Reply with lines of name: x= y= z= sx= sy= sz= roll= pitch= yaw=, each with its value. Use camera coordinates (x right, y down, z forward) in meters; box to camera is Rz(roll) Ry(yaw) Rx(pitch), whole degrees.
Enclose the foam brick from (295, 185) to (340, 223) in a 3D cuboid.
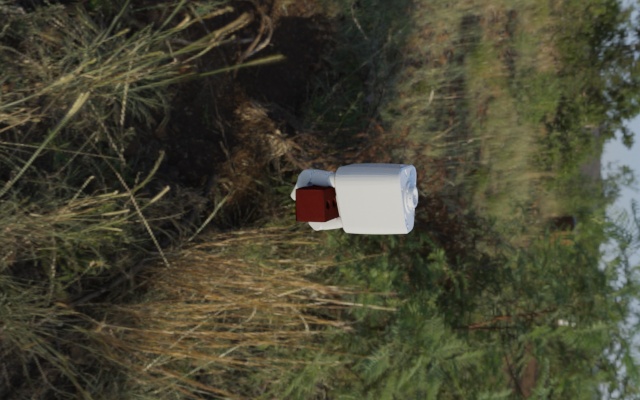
foam brick: x=0.000 y=0.003 z=0.767 sx=0.051 sy=0.053 sz=0.078 roll=3 pitch=10 yaw=27
